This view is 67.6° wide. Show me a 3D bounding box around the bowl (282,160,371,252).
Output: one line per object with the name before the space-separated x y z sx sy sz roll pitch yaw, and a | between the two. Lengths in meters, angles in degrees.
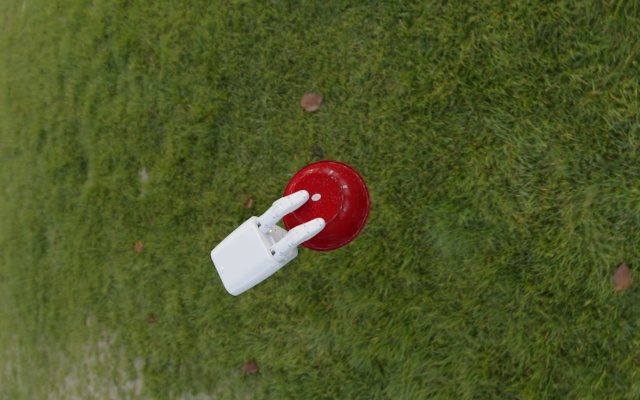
bowl | 0.001 0.002 0.802 0.162 0.162 0.055 0 -12 17
